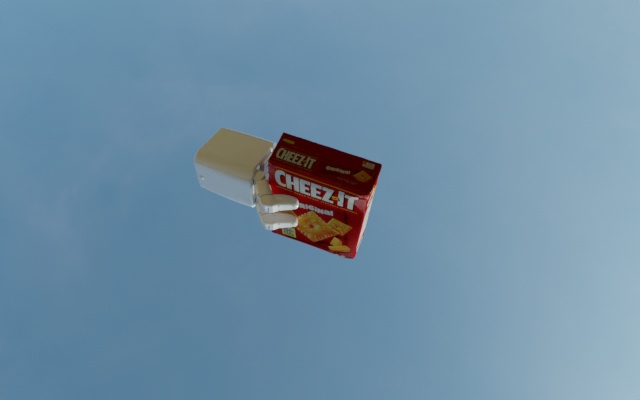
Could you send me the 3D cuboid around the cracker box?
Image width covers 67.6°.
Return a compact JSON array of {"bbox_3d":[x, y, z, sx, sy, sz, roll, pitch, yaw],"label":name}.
[{"bbox_3d":[0.000,0.003,0.799,0.164,0.072,0.214,19,-32,8],"label":"cracker box"}]
